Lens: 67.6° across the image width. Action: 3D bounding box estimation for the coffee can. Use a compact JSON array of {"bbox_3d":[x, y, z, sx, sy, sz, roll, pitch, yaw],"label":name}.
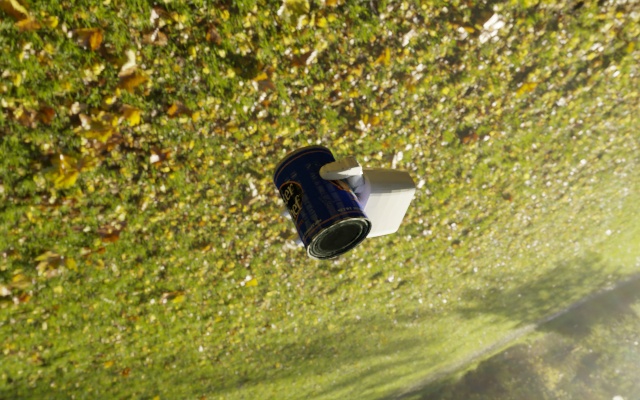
[{"bbox_3d":[0.000,0.002,0.711,0.103,0.140,0.103,-20,-31,-13],"label":"coffee can"}]
